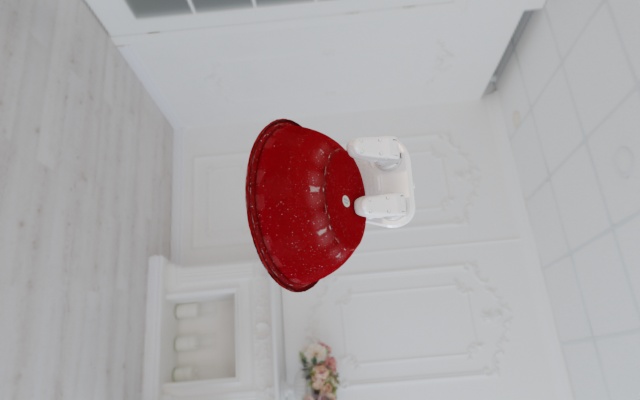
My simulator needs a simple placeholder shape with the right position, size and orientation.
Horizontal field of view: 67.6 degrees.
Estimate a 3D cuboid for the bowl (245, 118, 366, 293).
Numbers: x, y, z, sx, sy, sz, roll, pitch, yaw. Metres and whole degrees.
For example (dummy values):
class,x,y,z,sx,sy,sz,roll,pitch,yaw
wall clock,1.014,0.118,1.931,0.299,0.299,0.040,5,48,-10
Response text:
class,x,y,z,sx,sy,sz,roll,pitch,yaw
bowl,0.000,0.002,0.434,0.055,0.162,0.162,-7,-3,27
